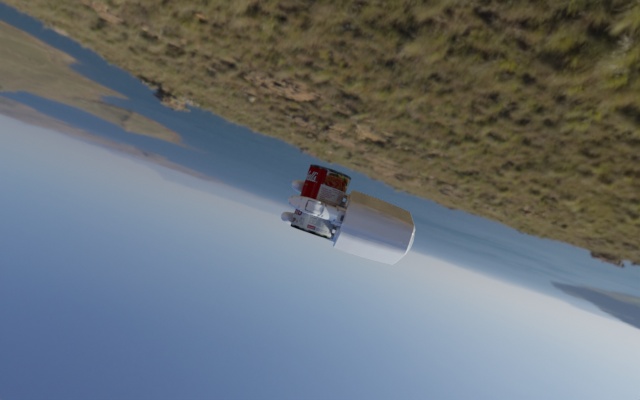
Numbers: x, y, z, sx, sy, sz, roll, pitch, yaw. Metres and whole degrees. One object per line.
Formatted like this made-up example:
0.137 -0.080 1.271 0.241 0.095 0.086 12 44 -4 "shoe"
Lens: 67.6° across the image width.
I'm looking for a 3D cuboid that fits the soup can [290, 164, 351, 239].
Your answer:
0.000 0.003 0.744 0.068 0.102 0.068 19 -2 1 "soup can"
